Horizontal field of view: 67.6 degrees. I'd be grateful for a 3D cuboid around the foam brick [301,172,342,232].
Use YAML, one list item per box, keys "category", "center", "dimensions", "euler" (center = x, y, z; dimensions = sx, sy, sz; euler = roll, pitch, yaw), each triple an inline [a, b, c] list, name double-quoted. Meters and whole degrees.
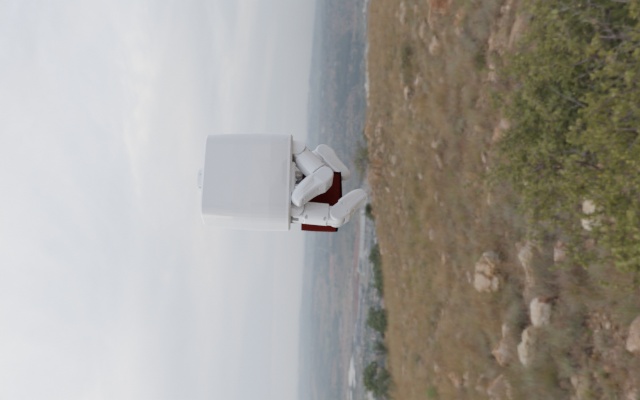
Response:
- category: "foam brick"
  center: [0.000, 0.002, 0.637]
  dimensions: [0.051, 0.053, 0.078]
  euler: [1, -30, -3]
